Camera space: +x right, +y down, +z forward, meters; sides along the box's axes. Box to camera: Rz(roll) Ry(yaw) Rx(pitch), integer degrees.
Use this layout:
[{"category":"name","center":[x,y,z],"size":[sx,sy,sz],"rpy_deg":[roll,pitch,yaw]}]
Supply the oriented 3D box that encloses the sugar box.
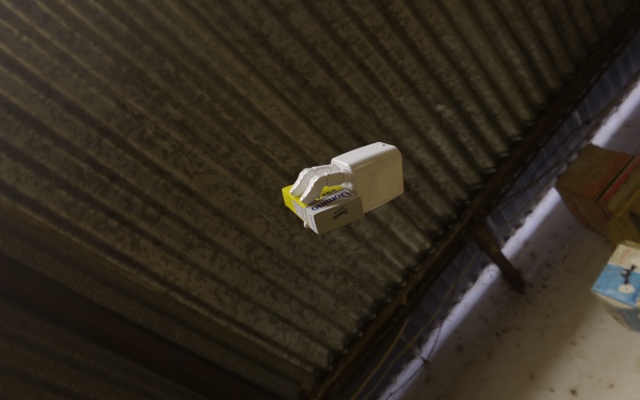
[{"category":"sugar box","center":[0.000,0.002,0.888],"size":[0.093,0.048,0.176],"rpy_deg":[-21,20,-17]}]
